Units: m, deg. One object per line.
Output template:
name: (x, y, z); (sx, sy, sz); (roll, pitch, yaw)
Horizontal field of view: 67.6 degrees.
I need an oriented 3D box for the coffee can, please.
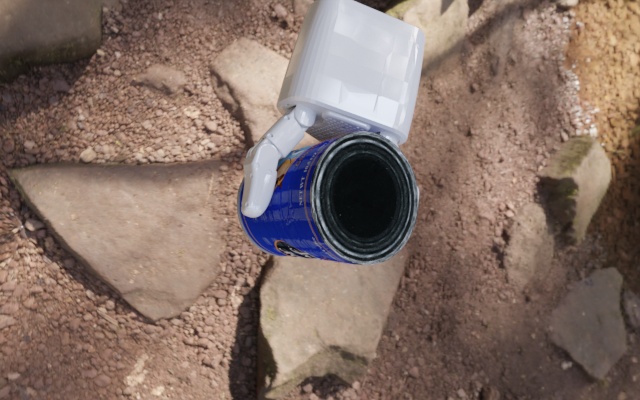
coffee can: (0.000, 0.002, 0.421); (0.103, 0.103, 0.140); (0, -3, -32)
